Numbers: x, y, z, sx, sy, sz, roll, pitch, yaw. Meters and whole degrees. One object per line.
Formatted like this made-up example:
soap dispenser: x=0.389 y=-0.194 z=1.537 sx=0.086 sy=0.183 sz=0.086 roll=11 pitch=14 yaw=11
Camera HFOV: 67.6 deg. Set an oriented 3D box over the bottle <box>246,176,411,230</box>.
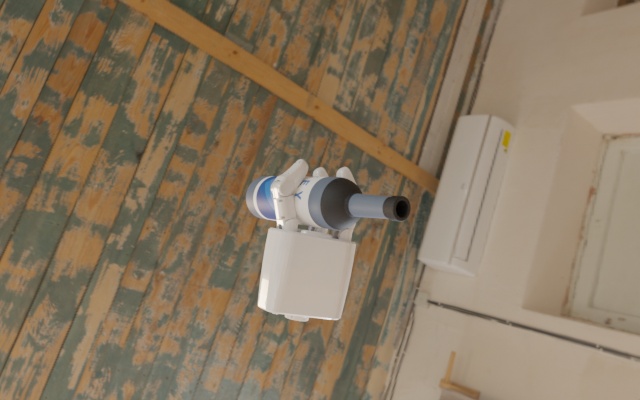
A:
bottle: x=0.000 y=0.002 z=0.627 sx=0.069 sy=0.069 sz=0.295 roll=0 pitch=3 yaw=-36
